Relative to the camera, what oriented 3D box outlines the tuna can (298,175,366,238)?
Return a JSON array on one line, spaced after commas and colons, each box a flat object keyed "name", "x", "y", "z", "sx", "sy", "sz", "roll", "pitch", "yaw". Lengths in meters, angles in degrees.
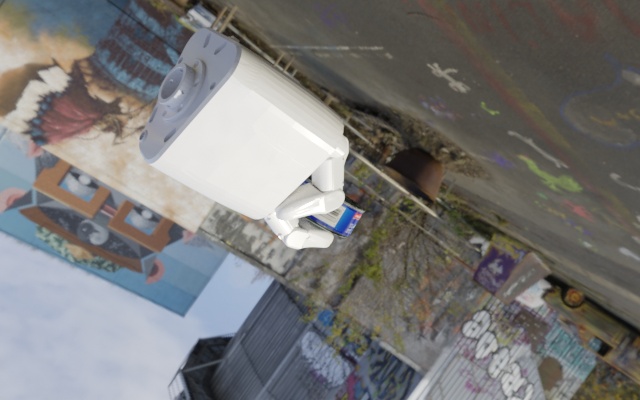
[{"name": "tuna can", "x": 0.000, "y": 0.002, "z": 0.480, "sx": 0.086, "sy": 0.034, "sz": 0.086, "roll": 31, "pitch": 5, "yaw": -3}]
